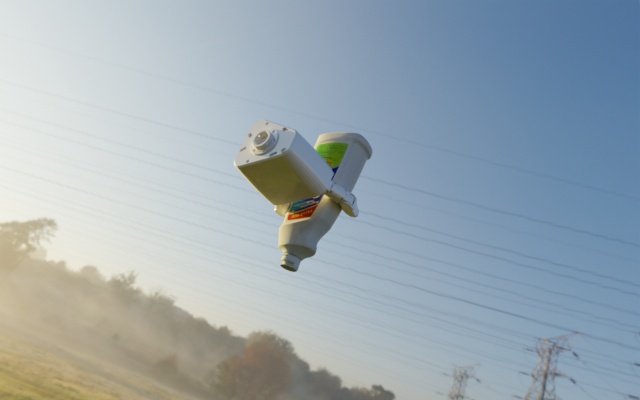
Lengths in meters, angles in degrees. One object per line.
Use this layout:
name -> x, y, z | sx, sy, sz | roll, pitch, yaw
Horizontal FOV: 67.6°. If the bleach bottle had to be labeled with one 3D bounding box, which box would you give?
bleach bottle -> 0.000, 0.003, 0.804 | 0.102, 0.250, 0.068 | 5, -29, 36
